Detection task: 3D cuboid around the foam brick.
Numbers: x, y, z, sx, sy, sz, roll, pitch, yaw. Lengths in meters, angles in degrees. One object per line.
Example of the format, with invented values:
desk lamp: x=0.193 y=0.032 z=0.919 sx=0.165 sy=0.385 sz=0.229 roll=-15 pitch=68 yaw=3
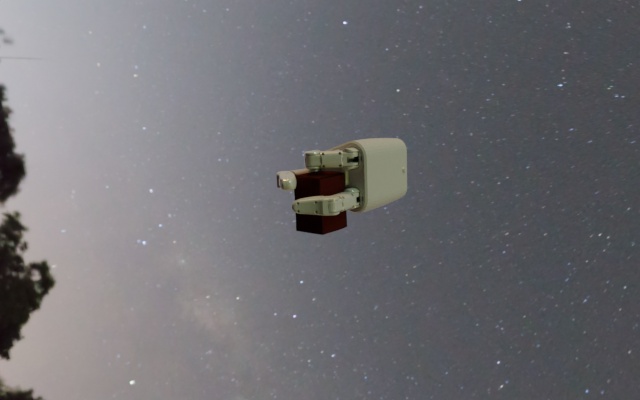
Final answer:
foam brick: x=0.000 y=0.002 z=0.651 sx=0.053 sy=0.078 sz=0.051 roll=8 pitch=15 yaw=43
